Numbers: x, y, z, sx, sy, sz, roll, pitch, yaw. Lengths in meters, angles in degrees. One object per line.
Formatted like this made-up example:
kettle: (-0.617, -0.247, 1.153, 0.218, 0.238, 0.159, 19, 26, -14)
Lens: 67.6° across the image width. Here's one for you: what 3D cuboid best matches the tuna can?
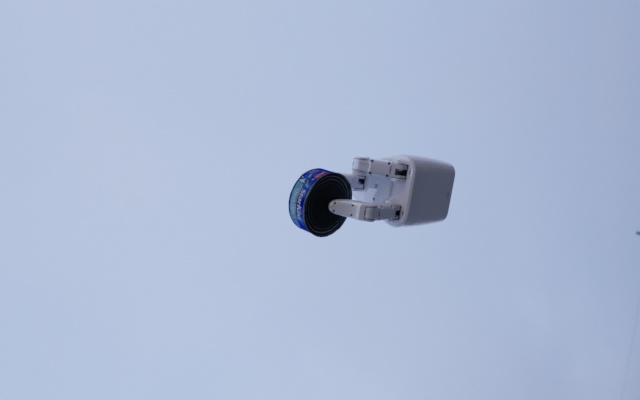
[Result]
tuna can: (0.000, 0.002, 0.618, 0.086, 0.086, 0.033, 0, 15, -45)
